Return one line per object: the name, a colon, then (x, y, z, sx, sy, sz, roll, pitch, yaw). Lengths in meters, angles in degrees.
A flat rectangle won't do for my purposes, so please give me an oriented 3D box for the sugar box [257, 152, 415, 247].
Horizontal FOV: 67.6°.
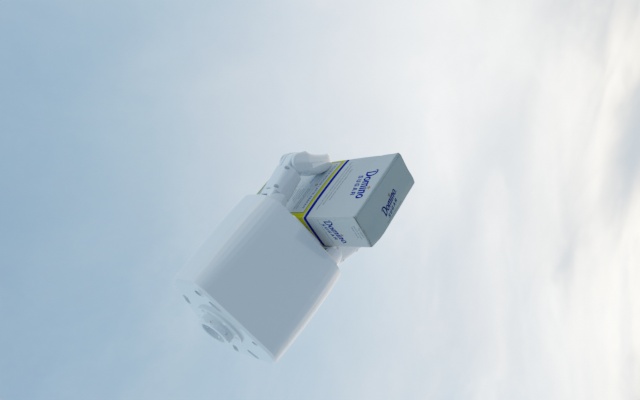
sugar box: (0.000, 0.002, 0.495, 0.176, 0.048, 0.093, 0, 43, 44)
